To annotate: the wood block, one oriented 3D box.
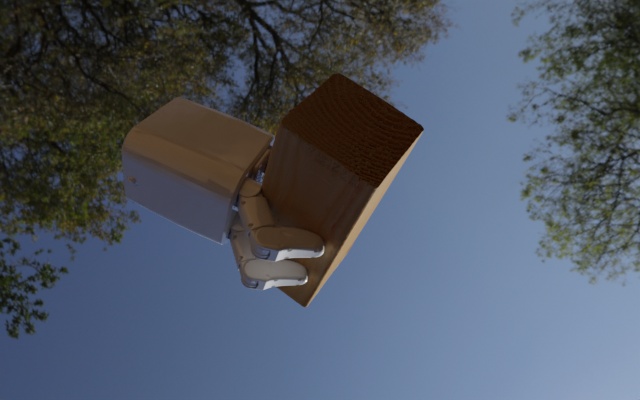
[{"bbox_3d":[0.000,0.001,0.445,0.090,0.090,0.206,34,-39,8],"label":"wood block"}]
